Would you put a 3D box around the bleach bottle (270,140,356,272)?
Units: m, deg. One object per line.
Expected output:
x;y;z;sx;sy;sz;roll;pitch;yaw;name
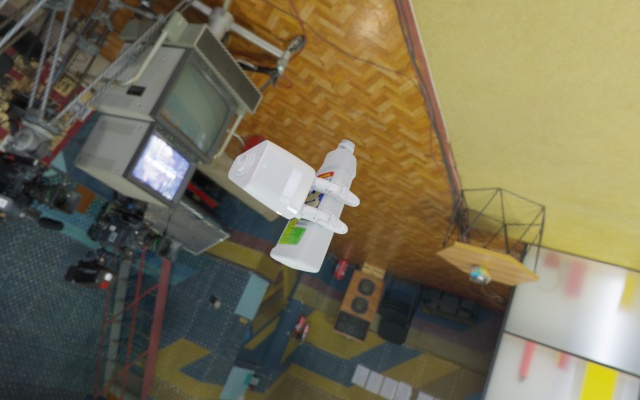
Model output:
0.000;0.003;0.878;0.068;0.250;0.102;33;-19;-32;bleach bottle
